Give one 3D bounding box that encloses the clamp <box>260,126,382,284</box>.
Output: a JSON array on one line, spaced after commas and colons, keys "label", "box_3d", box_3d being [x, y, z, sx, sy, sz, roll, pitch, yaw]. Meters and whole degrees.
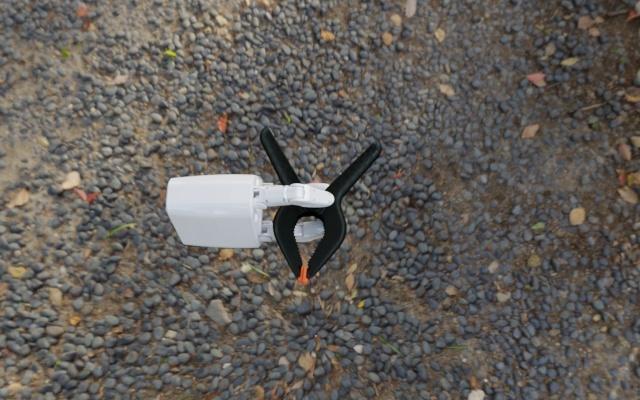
[{"label": "clamp", "box_3d": [0.000, 0.002, 0.621, 0.164, 0.210, 0.036, 0, -16, 0]}]
